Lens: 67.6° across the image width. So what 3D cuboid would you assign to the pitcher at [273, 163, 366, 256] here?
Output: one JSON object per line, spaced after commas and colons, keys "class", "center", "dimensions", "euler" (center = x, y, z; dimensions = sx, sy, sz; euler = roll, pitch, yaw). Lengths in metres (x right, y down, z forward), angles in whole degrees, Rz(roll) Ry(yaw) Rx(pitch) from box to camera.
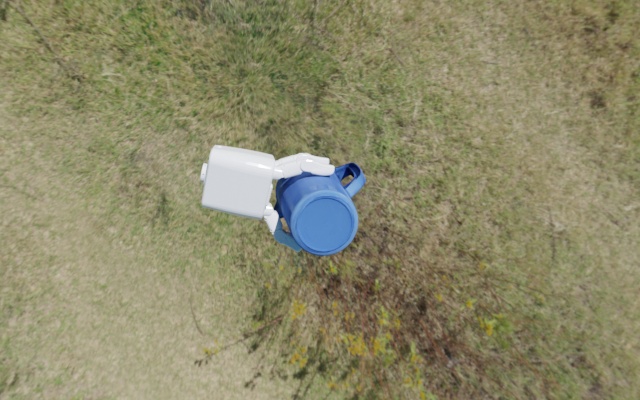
{"class": "pitcher", "center": [0.000, 0.003, 0.845], "dimensions": [0.145, 0.149, 0.242], "euler": [13, 11, -11]}
